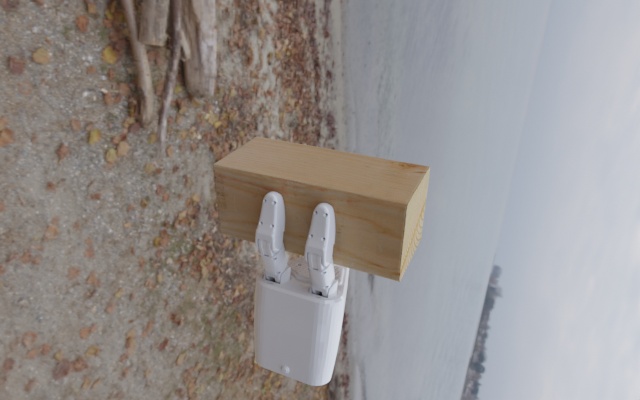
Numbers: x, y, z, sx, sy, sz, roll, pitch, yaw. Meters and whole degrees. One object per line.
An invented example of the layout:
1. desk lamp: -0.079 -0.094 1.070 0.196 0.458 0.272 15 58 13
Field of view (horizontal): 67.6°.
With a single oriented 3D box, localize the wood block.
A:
1. wood block: 0.000 0.002 0.509 0.206 0.090 0.090 12 31 21
